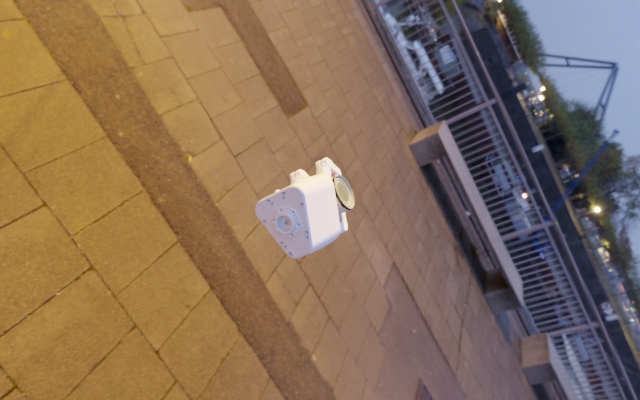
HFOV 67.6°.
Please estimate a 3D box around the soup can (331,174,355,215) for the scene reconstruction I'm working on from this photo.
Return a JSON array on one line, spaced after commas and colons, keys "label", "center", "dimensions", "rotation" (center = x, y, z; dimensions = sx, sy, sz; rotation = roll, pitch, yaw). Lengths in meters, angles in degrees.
[{"label": "soup can", "center": [0.001, 0.003, 0.845], "dimensions": [0.102, 0.068, 0.068], "rotation": [-24, -11, 26]}]
